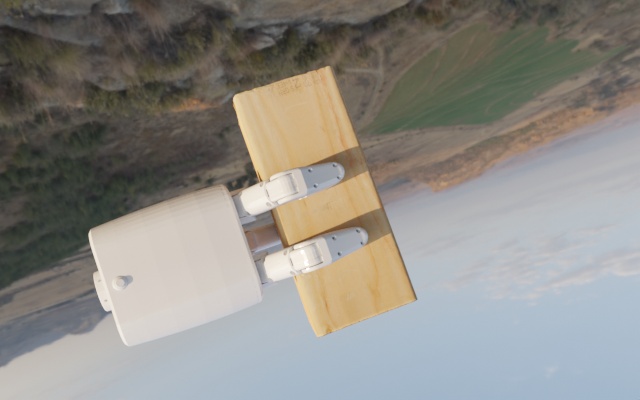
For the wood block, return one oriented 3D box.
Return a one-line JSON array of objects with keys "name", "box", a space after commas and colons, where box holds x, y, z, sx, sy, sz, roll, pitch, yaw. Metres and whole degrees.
[{"name": "wood block", "box": [0.000, 0.002, 0.429, 0.090, 0.206, 0.091, -19, -3, -7]}]
